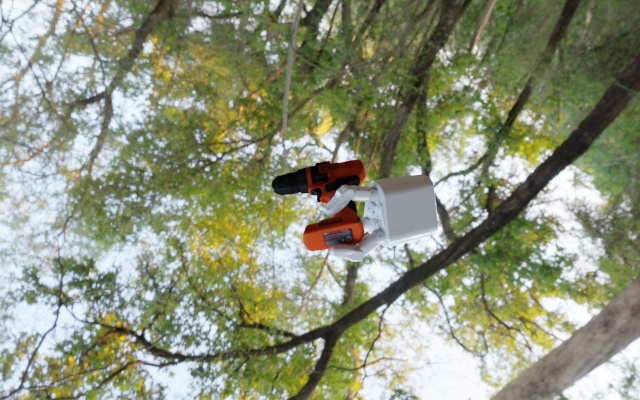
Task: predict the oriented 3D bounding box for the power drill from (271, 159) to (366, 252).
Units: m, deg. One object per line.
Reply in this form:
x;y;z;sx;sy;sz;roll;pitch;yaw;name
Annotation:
0.000;0.003;0.877;0.184;0.187;0.057;-12;-45;5;power drill
